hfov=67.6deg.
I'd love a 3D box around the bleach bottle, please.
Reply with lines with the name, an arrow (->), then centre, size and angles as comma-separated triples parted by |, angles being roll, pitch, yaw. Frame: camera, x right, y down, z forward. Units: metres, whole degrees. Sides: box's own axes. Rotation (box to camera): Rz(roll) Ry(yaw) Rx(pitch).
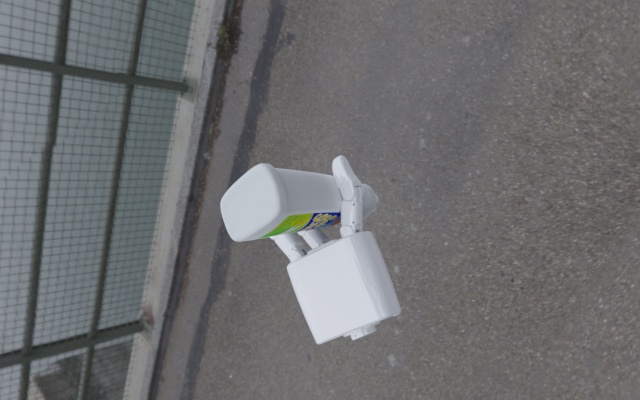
bleach bottle -> 0.000, 0.002, 0.620 | 0.102, 0.068, 0.251 | -34, -20, 37
